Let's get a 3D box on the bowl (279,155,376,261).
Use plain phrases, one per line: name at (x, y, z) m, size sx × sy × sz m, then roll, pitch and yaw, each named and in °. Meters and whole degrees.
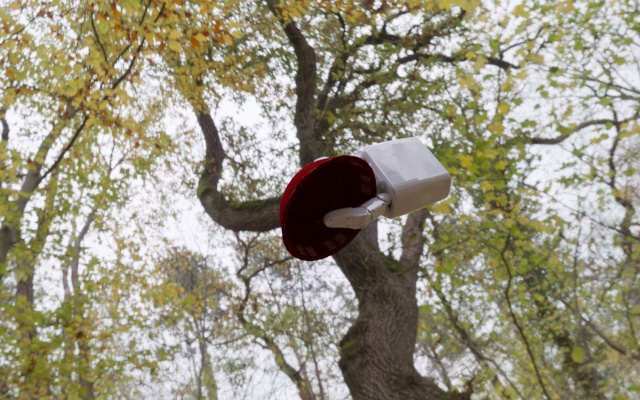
bowl at (-0.001, 0.002, 0.659) m, size 0.162 × 0.162 × 0.055 m, roll 0°, pitch 27°, yaw -43°
